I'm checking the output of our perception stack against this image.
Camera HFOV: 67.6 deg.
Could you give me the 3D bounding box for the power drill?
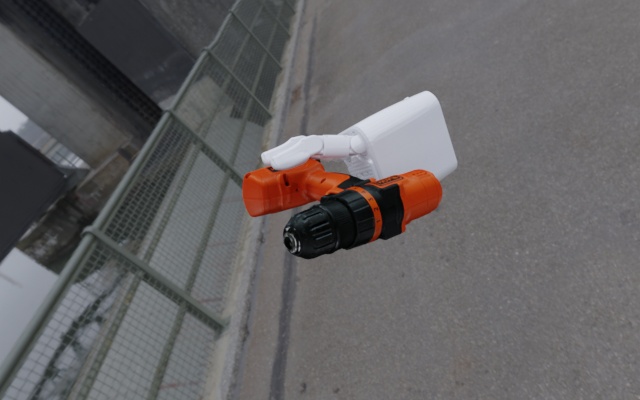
[{"bbox_3d":[0.000,0.001,0.486,0.184,0.057,0.187,-16,20,-38],"label":"power drill"}]
